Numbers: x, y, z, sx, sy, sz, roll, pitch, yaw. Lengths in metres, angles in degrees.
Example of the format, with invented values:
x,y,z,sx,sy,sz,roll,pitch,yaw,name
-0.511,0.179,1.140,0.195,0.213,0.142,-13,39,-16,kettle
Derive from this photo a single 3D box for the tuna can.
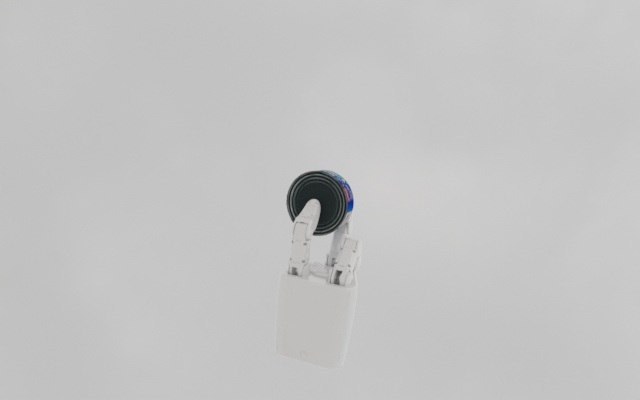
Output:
x,y,z,sx,sy,sz,roll,pitch,yaw,name
0.000,0.002,0.633,0.086,0.086,0.034,0,7,22,tuna can
